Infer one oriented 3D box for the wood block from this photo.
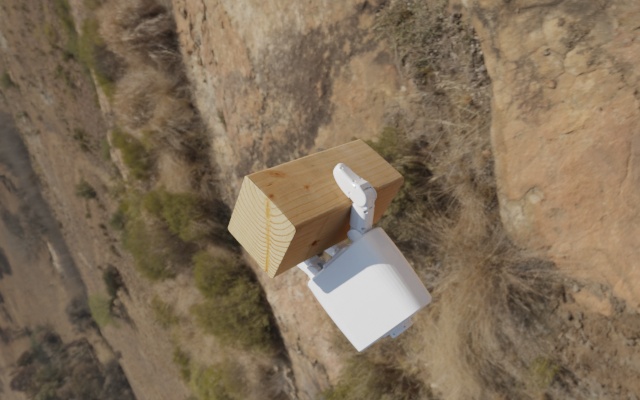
[{"bbox_3d":[0.000,0.002,0.603,0.206,0.091,0.090,-23,60,-44],"label":"wood block"}]
